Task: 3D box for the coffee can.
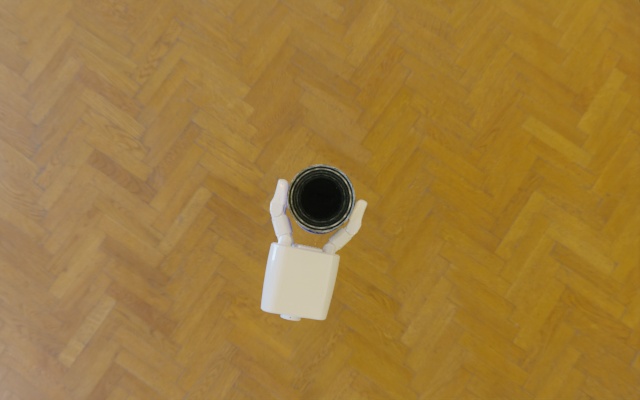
[{"bbox_3d":[0.000,0.002,0.778,0.103,0.103,0.140,0,-5,-1],"label":"coffee can"}]
